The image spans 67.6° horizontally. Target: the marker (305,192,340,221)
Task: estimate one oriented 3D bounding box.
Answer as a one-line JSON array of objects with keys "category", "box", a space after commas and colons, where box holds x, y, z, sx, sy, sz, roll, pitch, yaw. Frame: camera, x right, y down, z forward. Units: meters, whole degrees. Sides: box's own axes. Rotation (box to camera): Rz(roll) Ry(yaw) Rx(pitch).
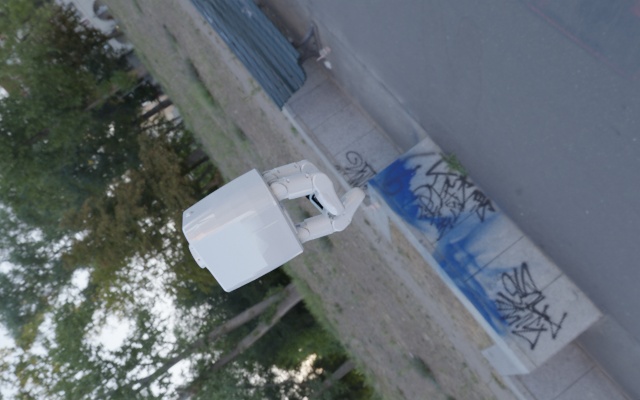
[{"category": "marker", "box": [0.000, 0.002, 0.628, 0.020, 0.020, 0.121, 0, 13, -15]}]
